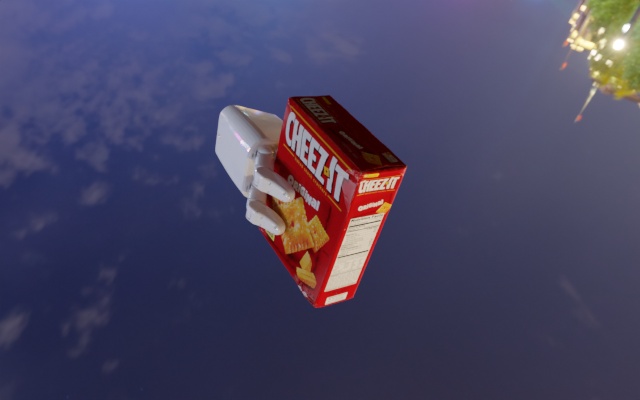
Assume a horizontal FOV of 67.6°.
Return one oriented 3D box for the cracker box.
[{"bbox_3d":[0.000,0.002,0.599,0.072,0.214,0.164,-11,44,-33],"label":"cracker box"}]
